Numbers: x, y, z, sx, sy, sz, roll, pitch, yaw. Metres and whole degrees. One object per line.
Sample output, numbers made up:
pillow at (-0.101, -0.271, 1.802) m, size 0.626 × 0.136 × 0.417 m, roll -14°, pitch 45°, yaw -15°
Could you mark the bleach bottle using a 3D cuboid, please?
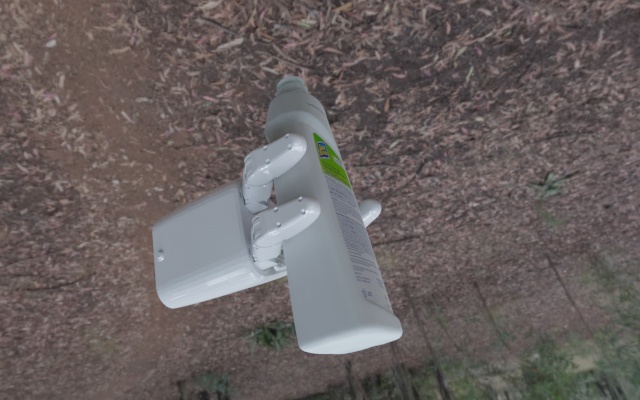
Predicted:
bleach bottle at (0.000, 0.001, 0.424) m, size 0.068 × 0.250 × 0.102 m, roll -22°, pitch -26°, yaw 19°
